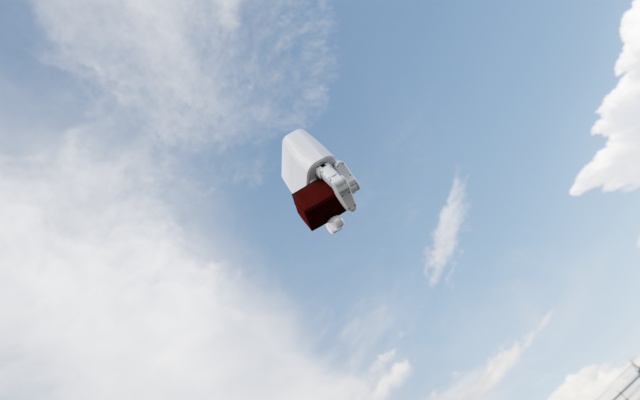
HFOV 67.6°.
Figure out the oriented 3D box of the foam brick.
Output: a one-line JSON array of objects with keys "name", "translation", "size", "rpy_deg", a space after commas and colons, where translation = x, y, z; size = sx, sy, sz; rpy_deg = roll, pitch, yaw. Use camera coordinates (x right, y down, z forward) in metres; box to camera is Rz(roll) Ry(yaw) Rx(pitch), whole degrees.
[{"name": "foam brick", "translation": [0.000, 0.003, 0.794], "size": [0.078, 0.053, 0.051], "rpy_deg": [-30, 48, -13]}]
